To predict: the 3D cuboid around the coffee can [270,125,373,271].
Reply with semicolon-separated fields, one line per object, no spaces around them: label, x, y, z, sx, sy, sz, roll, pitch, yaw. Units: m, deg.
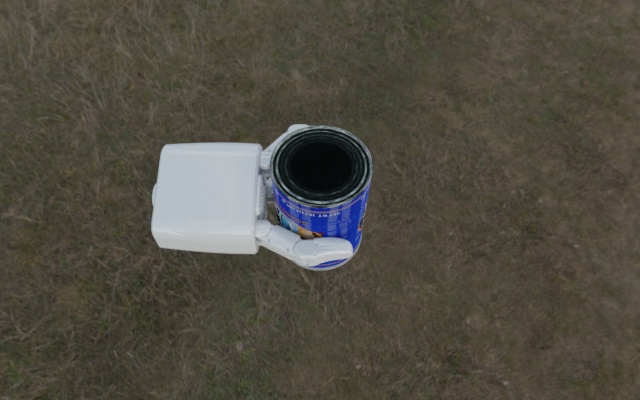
coffee can;0.000;0.002;0.530;0.103;0.102;0.140;0;-33;-1
